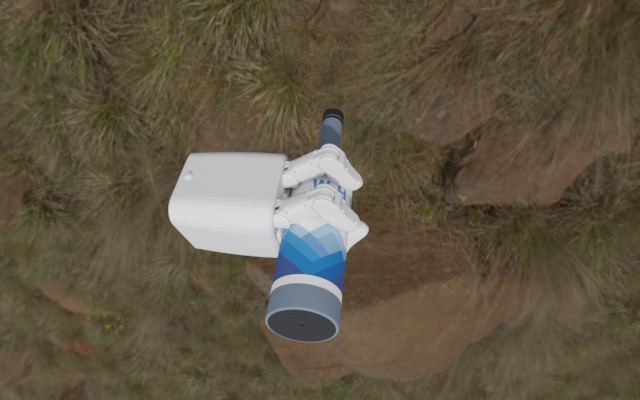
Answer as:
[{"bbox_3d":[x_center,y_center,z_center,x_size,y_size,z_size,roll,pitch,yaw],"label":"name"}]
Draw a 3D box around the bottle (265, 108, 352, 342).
[{"bbox_3d":[0.000,0.002,0.520,0.069,0.295,0.069,5,-41,4],"label":"bottle"}]
